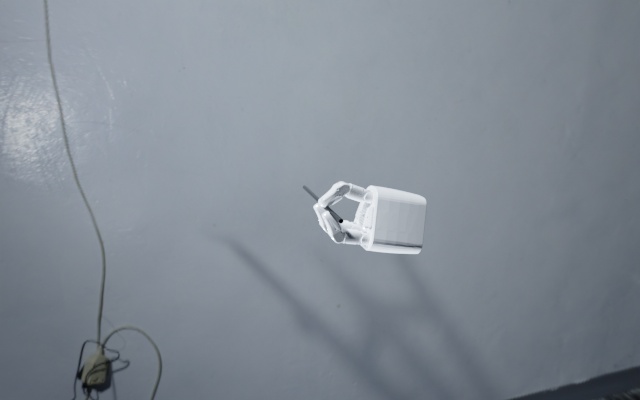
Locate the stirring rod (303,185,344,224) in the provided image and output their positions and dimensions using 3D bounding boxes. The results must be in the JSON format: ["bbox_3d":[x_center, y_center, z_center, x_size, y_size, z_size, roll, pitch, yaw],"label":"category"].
[{"bbox_3d":[0.000,0.003,0.873,0.011,0.011,0.239,0,15,-16],"label":"stirring rod"}]
